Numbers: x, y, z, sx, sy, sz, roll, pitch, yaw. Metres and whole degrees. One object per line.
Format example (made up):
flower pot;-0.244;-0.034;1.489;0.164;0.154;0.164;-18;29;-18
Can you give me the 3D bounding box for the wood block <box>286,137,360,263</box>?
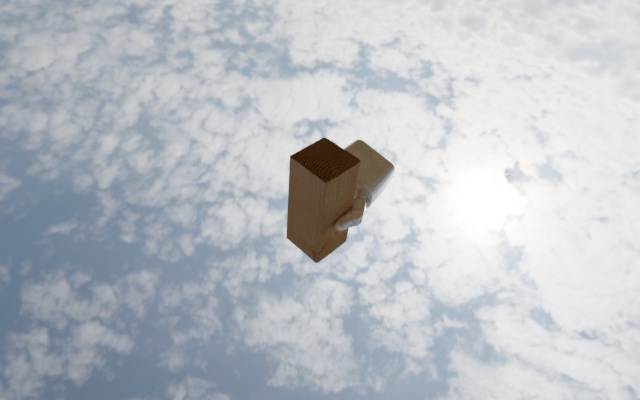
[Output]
wood block;0.001;0.003;0.878;0.090;0.206;0.090;36;51;28
